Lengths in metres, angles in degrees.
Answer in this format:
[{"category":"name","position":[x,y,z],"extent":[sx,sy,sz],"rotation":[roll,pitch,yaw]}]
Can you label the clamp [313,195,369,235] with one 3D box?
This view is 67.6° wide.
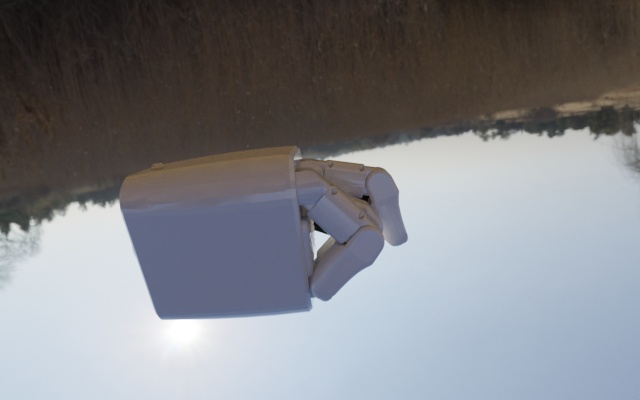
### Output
[{"category":"clamp","position":[0.000,0.002,0.422],"extent":[0.120,0.039,0.171],"rotation":[-3,7,1]}]
